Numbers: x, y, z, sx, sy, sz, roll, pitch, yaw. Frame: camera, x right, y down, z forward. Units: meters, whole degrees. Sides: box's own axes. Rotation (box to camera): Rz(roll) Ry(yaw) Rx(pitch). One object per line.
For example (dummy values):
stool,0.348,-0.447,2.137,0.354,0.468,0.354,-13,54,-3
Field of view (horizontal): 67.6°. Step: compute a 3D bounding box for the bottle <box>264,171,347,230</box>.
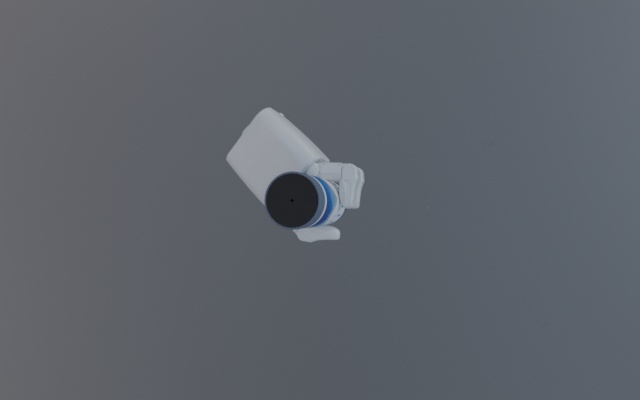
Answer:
bottle,0.000,0.002,0.682,0.069,0.069,0.296,0,-1,13
